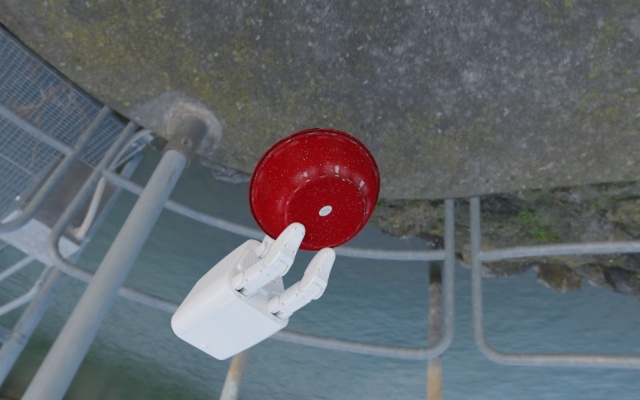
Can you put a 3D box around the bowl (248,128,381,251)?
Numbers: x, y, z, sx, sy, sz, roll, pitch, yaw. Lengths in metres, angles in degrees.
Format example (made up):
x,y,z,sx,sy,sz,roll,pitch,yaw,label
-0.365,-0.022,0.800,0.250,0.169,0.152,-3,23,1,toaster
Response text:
x,y,z,sx,sy,sz,roll,pitch,yaw,label
0.001,0.001,0.549,0.162,0.162,0.055,0,27,-14,bowl
